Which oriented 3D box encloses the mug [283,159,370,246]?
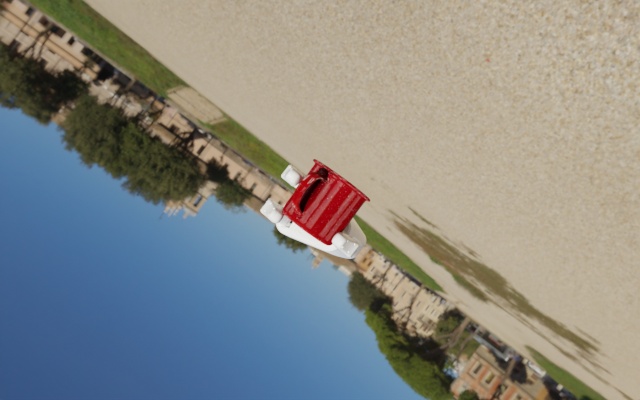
[{"bbox_3d":[0.000,0.002,0.614,0.093,0.081,0.117,36,0,27],"label":"mug"}]
